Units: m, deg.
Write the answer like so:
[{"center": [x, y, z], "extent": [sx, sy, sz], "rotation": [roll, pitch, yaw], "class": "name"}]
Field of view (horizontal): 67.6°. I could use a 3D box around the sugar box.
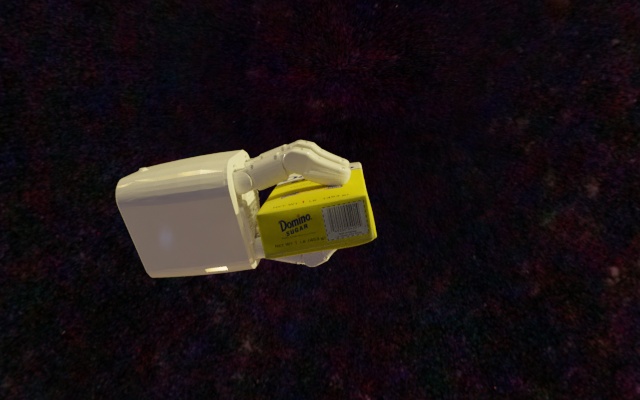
[{"center": [0.000, 0.001, 0.462], "extent": [0.093, 0.048, 0.176], "rotation": [-10, 15, 4], "class": "sugar box"}]
